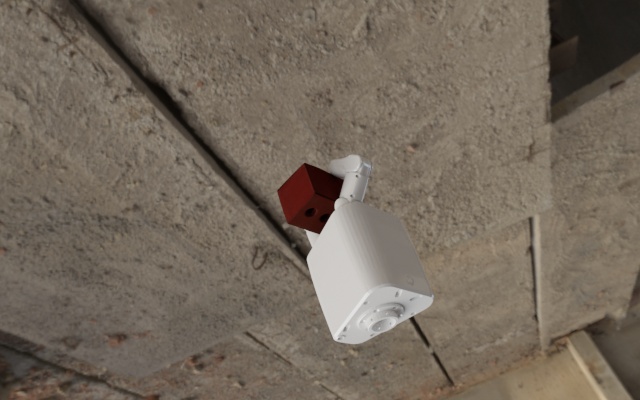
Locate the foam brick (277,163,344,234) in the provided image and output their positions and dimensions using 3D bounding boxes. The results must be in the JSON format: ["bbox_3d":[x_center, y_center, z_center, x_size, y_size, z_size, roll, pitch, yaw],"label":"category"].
[{"bbox_3d":[0.000,0.002,0.547,0.078,0.051,0.053,21,-54,-37],"label":"foam brick"}]
